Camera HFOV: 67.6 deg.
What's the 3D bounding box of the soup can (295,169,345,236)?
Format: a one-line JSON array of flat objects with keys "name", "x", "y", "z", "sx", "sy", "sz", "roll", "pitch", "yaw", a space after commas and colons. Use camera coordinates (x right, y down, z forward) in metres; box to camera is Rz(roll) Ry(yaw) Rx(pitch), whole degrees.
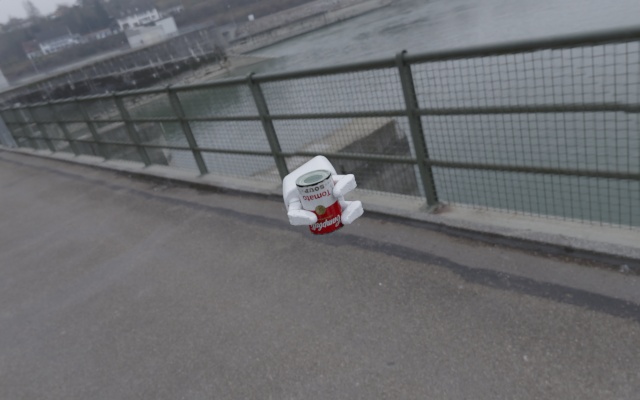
[{"name": "soup can", "x": 0.000, "y": 0.003, "z": 0.862, "sx": 0.068, "sy": 0.102, "sz": 0.068, "roll": -14, "pitch": 23, "yaw": 6}]
